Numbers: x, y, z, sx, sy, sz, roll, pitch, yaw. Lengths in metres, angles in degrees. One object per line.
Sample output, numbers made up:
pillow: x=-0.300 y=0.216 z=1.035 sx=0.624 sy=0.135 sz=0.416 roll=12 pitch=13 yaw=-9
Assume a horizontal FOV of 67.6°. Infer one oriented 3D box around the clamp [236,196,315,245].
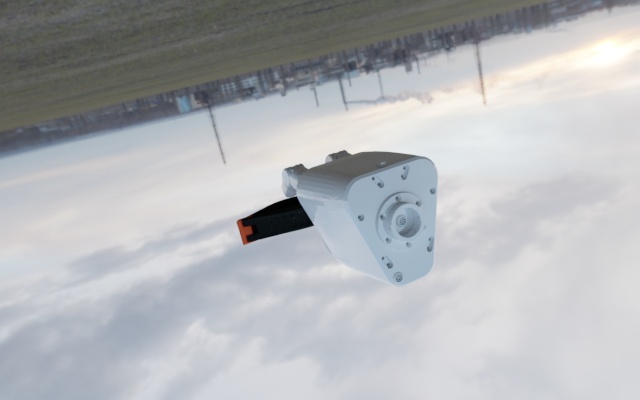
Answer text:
clamp: x=0.000 y=0.003 z=0.560 sx=0.210 sy=0.036 sz=0.164 roll=-19 pitch=10 yaw=-20
